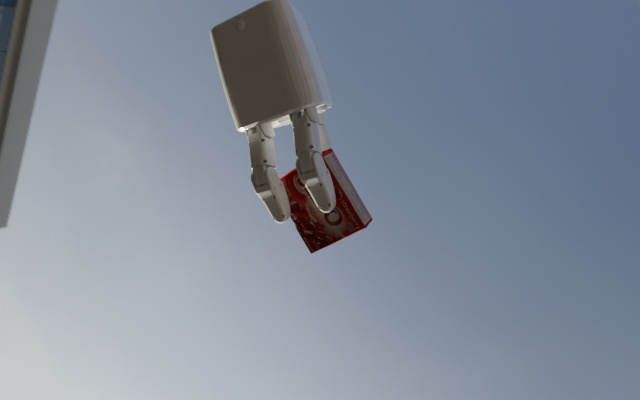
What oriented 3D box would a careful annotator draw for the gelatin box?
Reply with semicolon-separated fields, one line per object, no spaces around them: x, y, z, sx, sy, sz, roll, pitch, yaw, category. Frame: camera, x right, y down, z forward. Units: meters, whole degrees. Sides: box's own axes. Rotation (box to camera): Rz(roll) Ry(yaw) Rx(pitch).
0.000;0.002;0.500;0.073;0.089;0.030;-29;5;30;gelatin box
